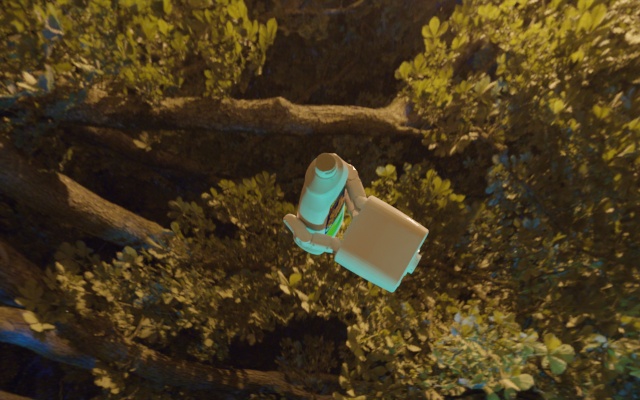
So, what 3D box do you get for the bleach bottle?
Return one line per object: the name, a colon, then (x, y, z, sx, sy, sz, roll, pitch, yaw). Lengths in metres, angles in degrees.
bleach bottle: (0.000, 0.002, 0.758, 0.068, 0.102, 0.251, 30, -20, 11)
